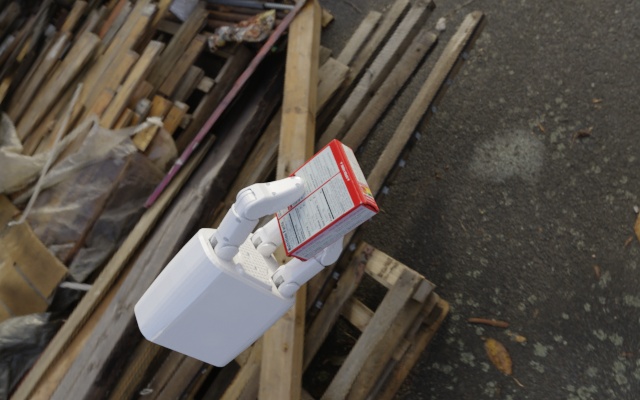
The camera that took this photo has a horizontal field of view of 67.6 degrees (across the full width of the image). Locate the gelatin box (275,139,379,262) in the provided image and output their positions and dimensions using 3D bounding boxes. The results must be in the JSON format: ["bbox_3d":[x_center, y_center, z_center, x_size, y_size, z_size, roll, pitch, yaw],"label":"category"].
[{"bbox_3d":[0.000,0.001,0.427,0.089,0.073,0.030,-37,-37,24],"label":"gelatin box"}]
